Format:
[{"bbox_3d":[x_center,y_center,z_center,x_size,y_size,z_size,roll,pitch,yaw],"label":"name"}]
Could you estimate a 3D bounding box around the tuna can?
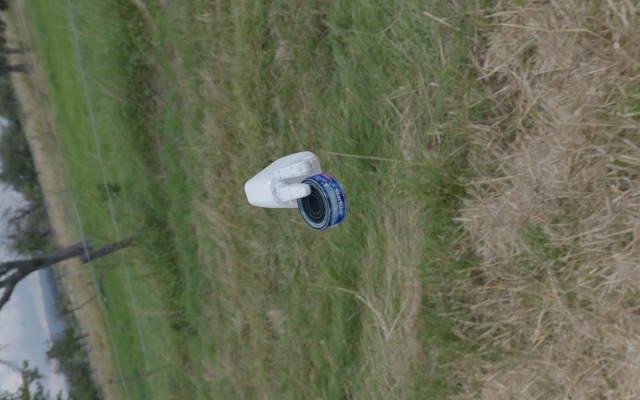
[{"bbox_3d":[0.000,0.003,0.737,0.033,0.086,0.086,-18,11,-35],"label":"tuna can"}]
